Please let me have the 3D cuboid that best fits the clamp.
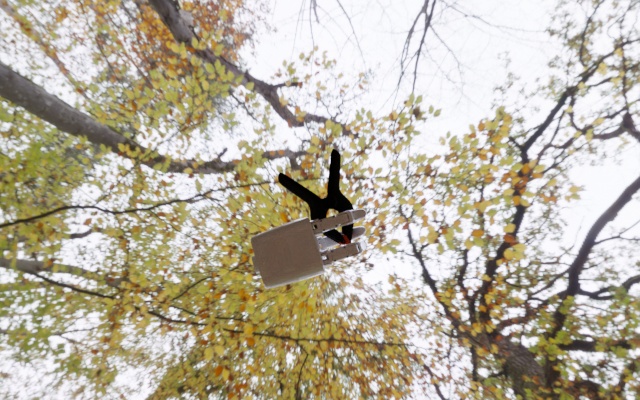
[{"bbox_3d":[0.000,0.003,0.843,0.120,0.171,0.039,-17,-7,-6],"label":"clamp"}]
